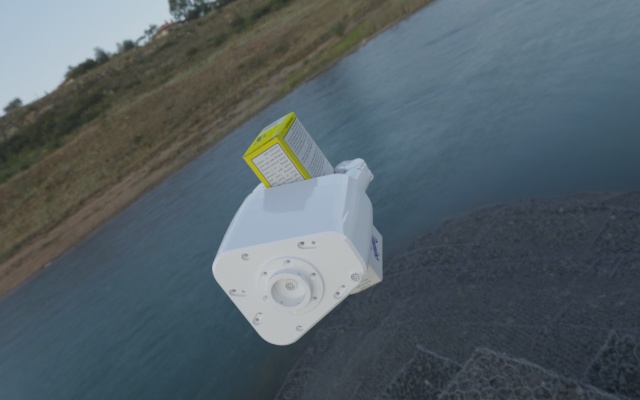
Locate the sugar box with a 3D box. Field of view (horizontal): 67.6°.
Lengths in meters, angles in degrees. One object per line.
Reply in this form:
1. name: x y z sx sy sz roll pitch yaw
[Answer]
1. sugar box: 0.000 0.002 0.482 0.048 0.176 0.093 -28 18 18
